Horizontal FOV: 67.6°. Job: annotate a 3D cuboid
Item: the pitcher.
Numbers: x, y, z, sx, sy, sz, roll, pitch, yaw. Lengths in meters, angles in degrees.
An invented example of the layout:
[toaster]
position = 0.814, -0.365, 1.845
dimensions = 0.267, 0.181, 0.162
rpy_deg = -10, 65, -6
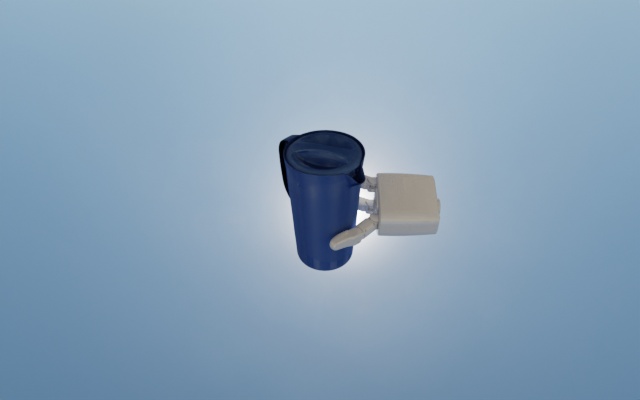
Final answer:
[pitcher]
position = 0.000, 0.003, 0.850
dimensions = 0.145, 0.243, 0.149
rpy_deg = -1, 40, -1
